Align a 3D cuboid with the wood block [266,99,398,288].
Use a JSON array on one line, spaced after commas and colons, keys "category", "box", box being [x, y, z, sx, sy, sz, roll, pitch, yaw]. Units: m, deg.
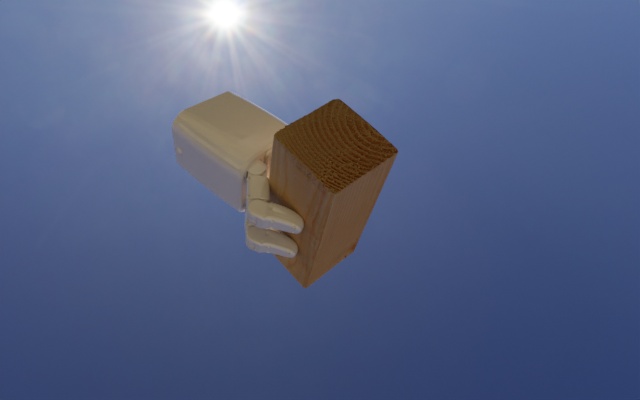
[{"category": "wood block", "box": [0.000, 0.001, 0.538, 0.091, 0.090, 0.206, -35, -21, -28]}]
